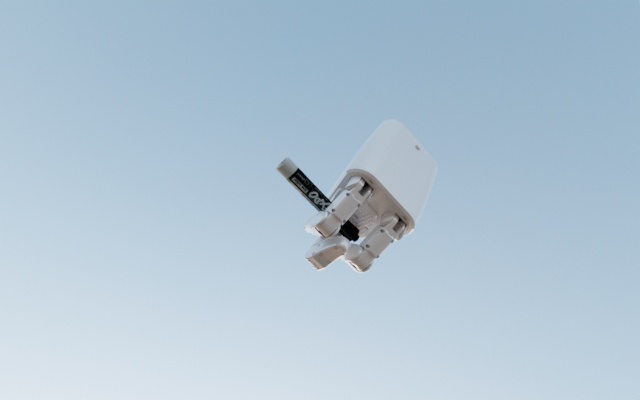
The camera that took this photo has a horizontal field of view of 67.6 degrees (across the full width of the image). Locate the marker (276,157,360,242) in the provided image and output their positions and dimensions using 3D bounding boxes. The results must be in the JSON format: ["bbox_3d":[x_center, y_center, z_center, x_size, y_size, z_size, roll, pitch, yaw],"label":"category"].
[{"bbox_3d":[0.000,0.002,0.521,0.121,0.020,0.020,46,-14,-14],"label":"marker"}]
